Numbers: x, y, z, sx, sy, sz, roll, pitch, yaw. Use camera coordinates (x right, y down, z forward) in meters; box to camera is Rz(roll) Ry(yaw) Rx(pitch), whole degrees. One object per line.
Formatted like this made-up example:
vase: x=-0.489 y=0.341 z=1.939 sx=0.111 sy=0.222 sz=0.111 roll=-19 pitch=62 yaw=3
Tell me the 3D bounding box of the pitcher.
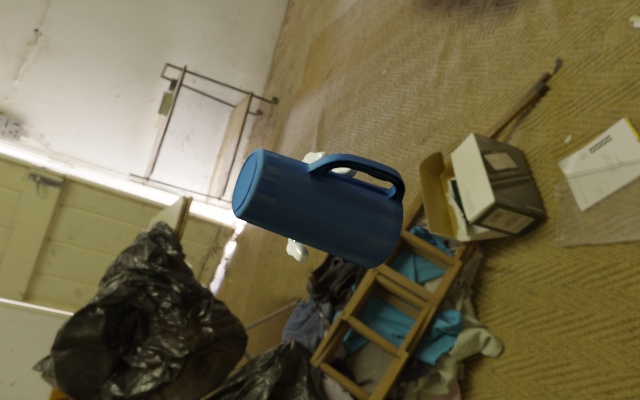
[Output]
pitcher: x=0.000 y=0.002 z=0.724 sx=0.243 sy=0.149 sz=0.145 roll=20 pitch=-11 yaw=-23
